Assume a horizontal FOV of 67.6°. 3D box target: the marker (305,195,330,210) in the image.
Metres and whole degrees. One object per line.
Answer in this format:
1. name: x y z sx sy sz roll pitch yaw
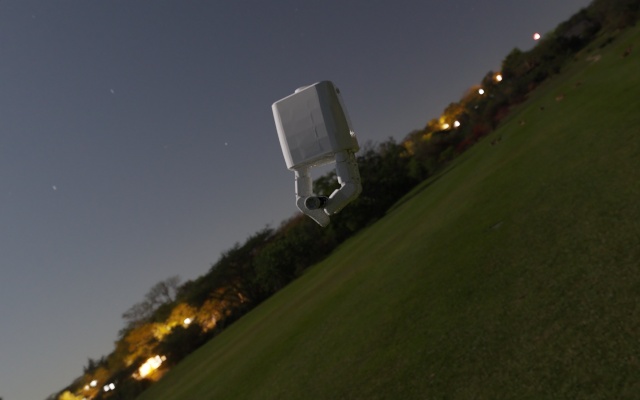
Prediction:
1. marker: 0.000 0.002 0.706 0.020 0.020 0.121 0 1 12
